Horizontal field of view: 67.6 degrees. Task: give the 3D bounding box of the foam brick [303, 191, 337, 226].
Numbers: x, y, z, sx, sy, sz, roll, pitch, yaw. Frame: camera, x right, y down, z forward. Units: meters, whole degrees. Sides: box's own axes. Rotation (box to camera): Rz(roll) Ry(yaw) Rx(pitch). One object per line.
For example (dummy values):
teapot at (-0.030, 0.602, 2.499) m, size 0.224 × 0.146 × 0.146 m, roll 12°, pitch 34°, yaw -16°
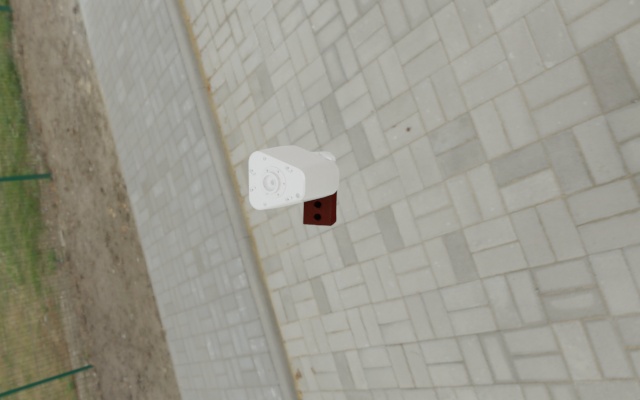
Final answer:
foam brick at (0.000, 0.003, 0.843) m, size 0.053 × 0.078 × 0.051 m, roll 3°, pitch 11°, yaw 12°
